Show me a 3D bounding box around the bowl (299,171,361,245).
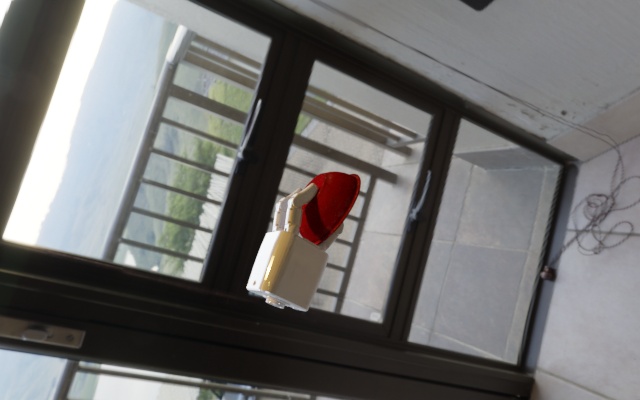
[{"bbox_3d":[0.000,0.002,0.868,0.055,0.162,0.162,37,-13,-18],"label":"bowl"}]
